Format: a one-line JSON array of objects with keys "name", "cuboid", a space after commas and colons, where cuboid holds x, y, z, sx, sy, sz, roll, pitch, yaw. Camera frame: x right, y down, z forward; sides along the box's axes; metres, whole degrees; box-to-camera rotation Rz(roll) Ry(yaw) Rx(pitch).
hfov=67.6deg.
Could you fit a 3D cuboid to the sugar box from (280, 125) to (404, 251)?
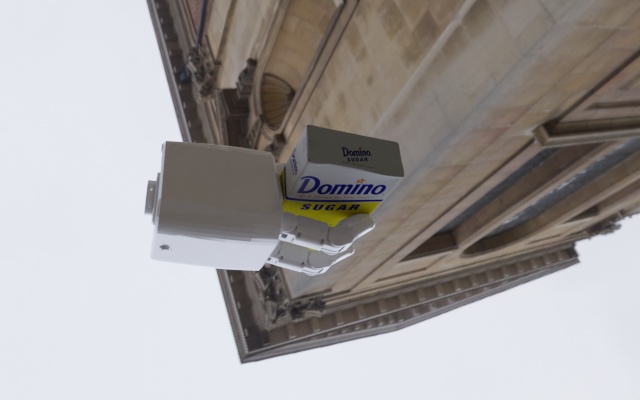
[{"name": "sugar box", "cuboid": [0.000, 0.002, 0.480, 0.093, 0.048, 0.176, 8, -31, -19]}]
